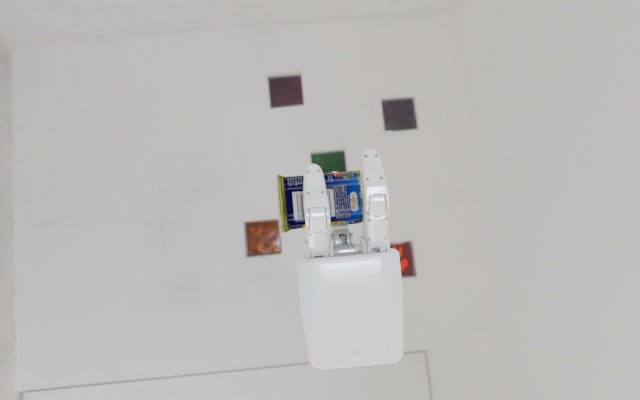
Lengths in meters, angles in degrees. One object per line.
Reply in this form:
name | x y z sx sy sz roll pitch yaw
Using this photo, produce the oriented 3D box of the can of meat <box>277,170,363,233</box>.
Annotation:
can of meat | 0.000 0.002 0.498 0.084 0.057 0.102 -5 -4 -2
